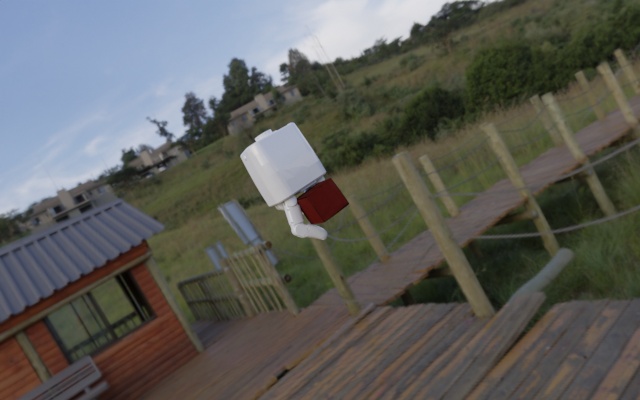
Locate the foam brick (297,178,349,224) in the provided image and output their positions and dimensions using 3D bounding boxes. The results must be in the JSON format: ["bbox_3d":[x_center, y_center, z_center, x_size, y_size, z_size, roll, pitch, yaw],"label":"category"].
[{"bbox_3d":[0.000,0.003,0.774,0.053,0.051,0.078,-37,7,-18],"label":"foam brick"}]
